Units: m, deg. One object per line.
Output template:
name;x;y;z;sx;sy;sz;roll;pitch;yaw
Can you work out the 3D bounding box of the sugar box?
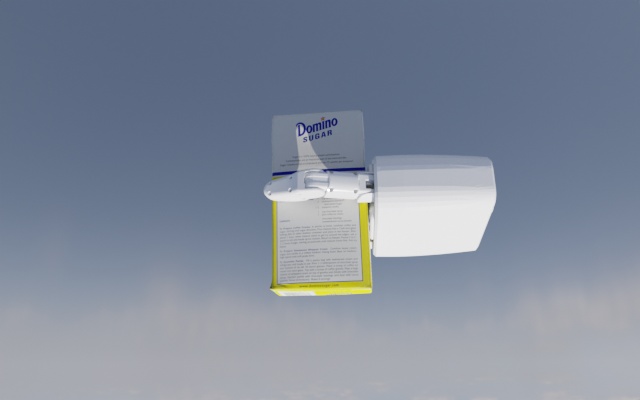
sugar box;0.000;0.002;0.467;0.093;0.176;0.048;-2;-19;5
